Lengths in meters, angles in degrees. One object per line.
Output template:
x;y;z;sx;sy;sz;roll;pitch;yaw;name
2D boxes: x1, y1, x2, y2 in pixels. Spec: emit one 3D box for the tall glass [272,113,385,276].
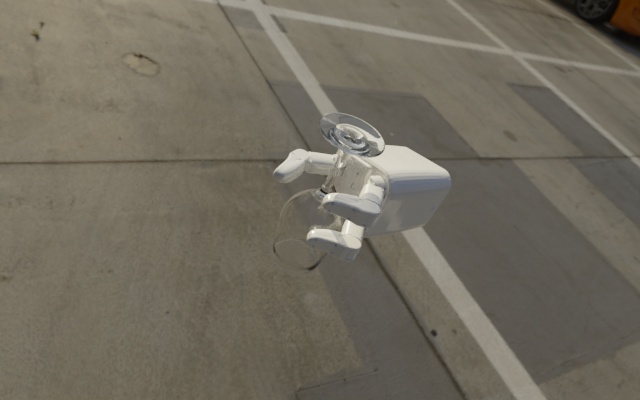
0.000;0.001;0.555;0.079;0.201;0.079;15;39;-13;tall glass
